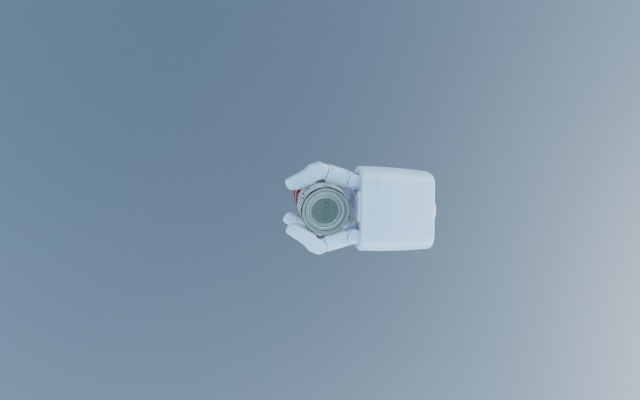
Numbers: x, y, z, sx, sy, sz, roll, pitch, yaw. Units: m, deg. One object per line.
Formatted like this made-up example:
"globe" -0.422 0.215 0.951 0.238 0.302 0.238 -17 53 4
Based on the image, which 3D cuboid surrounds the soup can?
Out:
"soup can" 0.000 0.002 0.676 0.068 0.068 0.102 0 15 -9
